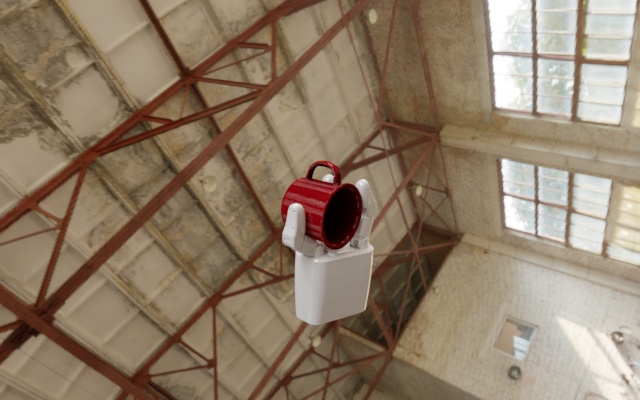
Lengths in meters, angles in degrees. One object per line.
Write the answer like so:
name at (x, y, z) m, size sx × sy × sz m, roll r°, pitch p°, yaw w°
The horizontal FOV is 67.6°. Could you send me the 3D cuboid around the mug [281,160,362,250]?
mug at (0.000, 0.001, 0.665) m, size 0.081 × 0.117 × 0.093 m, roll 16°, pitch 20°, yaw 37°
